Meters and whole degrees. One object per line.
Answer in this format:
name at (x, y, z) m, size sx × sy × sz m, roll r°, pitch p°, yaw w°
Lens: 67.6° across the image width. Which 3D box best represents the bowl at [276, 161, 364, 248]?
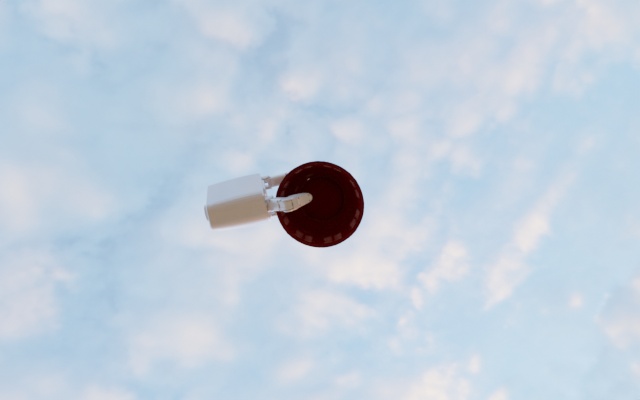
bowl at (0.002, 0.003, 0.883) m, size 0.162 × 0.162 × 0.055 m, roll 0°, pitch 14°, yaw 5°
